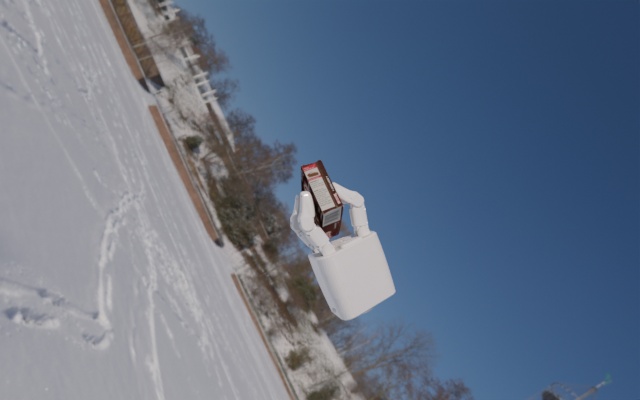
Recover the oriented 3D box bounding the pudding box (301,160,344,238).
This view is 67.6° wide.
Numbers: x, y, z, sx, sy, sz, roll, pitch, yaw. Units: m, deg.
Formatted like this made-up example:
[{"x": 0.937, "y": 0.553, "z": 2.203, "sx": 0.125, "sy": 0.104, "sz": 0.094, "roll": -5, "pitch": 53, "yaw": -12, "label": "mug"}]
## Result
[{"x": 0.000, "y": 0.002, "z": 0.763, "sx": 0.039, "sy": 0.090, "sz": 0.113, "roll": -20, "pitch": -24, "yaw": -13, "label": "pudding box"}]
